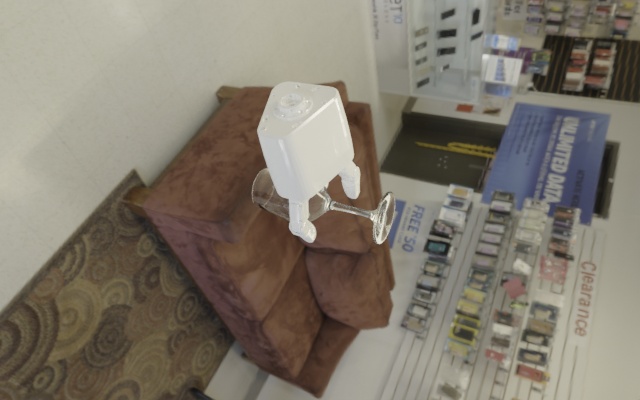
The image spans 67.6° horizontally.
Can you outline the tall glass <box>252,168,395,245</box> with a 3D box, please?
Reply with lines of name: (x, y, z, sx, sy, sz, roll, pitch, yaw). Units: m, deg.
tall glass: (0.001, 0.003, 0.689, 0.201, 0.079, 0.079, 14, 6, 25)
